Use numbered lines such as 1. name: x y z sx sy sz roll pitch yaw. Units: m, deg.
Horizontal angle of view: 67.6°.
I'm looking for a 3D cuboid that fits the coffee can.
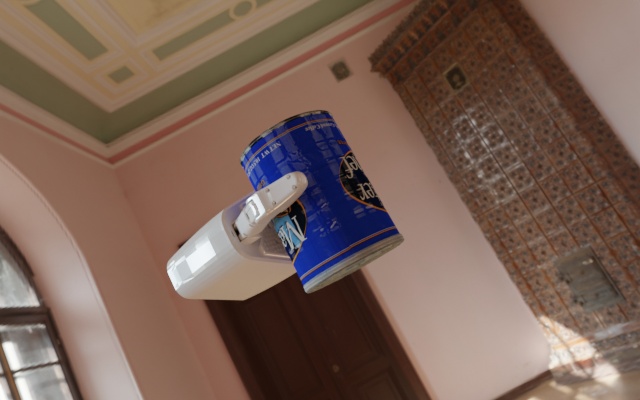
1. coffee can: 0.000 0.002 0.453 0.103 0.140 0.103 -27 -12 -7
